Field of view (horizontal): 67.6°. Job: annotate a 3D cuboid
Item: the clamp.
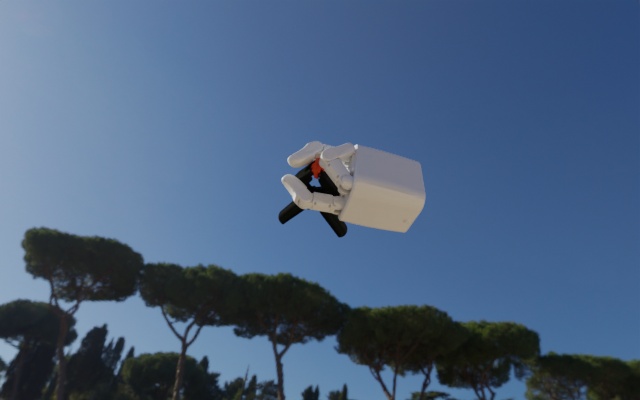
[{"bbox_3d":[0.000,0.002,0.770,0.120,0.039,0.172,13,-35,-5],"label":"clamp"}]
